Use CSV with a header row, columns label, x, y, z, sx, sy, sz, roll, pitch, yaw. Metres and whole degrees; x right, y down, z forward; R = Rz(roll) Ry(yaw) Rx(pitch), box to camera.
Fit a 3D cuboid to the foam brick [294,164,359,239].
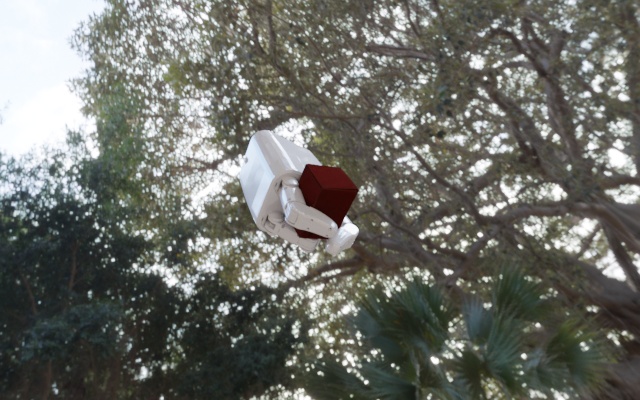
label,x,y,z,sx,sy,sz,roll,pitch,yaw
foam brick,0.000,0.002,0.577,0.053,0.078,0.051,5,36,-31
